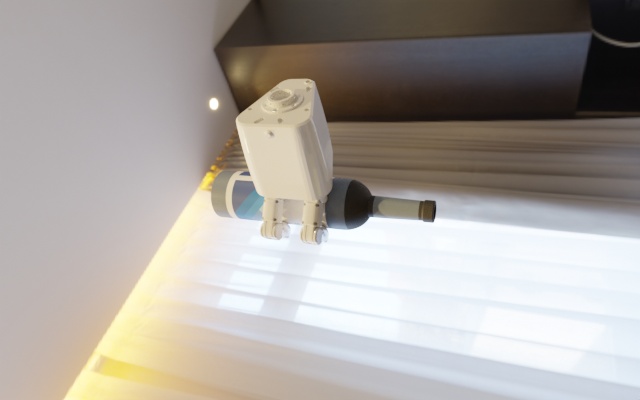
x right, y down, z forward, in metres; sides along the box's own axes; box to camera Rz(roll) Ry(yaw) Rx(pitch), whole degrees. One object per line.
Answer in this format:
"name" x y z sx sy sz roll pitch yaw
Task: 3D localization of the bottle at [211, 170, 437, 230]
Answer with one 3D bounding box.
"bottle" 0.000 0.002 0.624 0.295 0.069 0.069 5 2 21
